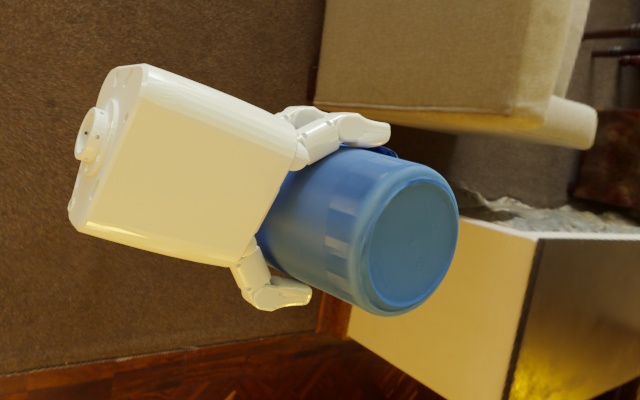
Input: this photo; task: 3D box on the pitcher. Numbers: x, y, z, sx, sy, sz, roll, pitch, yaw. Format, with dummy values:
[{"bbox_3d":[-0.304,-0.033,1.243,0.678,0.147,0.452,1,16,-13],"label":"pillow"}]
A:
[{"bbox_3d":[0.000,0.001,0.418,0.145,0.149,0.243,21,-2,-38],"label":"pitcher"}]
